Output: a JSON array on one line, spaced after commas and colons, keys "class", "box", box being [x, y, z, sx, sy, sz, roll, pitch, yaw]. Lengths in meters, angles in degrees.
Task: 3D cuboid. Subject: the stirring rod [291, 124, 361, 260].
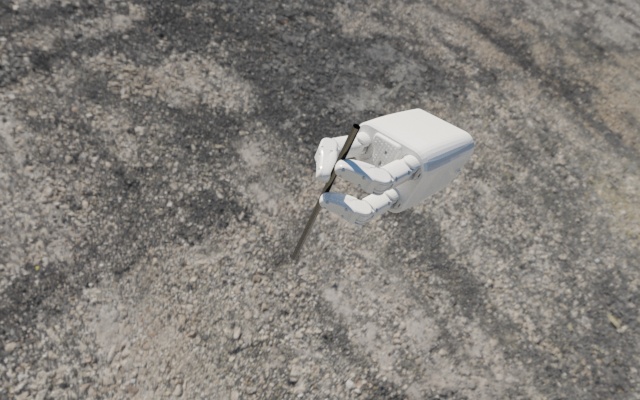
[{"class": "stirring rod", "box": [0.000, 0.002, 0.562, 0.011, 0.011, 0.240, 0, -39, -23]}]
